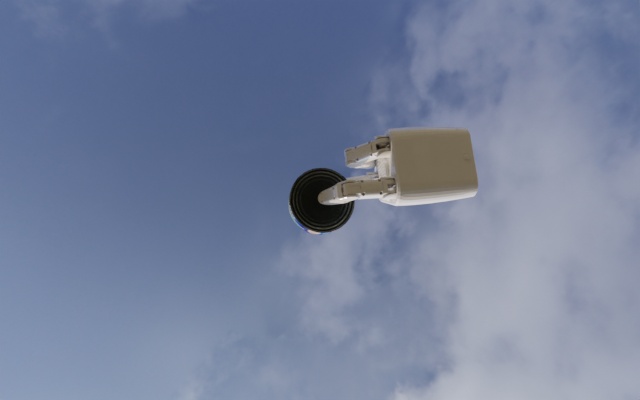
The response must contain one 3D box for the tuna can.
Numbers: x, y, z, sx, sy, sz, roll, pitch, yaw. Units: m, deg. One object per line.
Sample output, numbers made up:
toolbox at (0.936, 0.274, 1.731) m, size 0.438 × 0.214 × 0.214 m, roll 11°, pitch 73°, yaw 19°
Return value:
tuna can at (0.000, 0.002, 0.633) m, size 0.086 × 0.086 × 0.034 m, roll 0°, pitch -10°, yaw -9°
